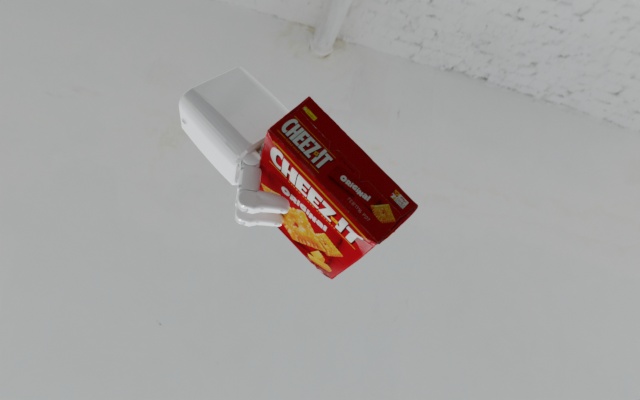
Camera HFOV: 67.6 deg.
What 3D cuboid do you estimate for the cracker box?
[{"bbox_3d":[0.000,0.002,0.576,0.072,0.164,0.214,-43,-6,-21],"label":"cracker box"}]
